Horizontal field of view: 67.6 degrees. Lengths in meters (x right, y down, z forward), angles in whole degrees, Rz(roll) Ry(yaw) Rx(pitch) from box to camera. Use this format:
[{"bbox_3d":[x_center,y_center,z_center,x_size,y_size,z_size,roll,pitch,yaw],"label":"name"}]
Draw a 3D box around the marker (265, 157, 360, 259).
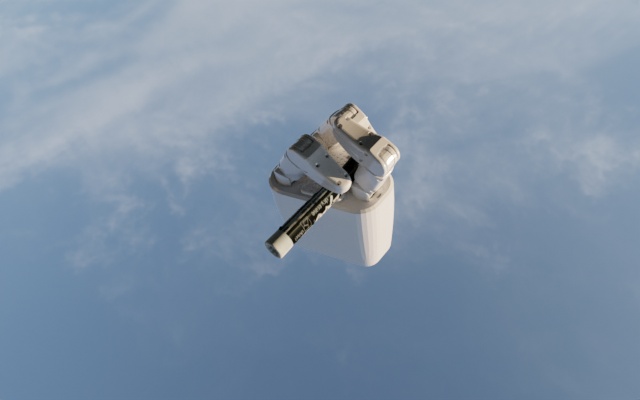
[{"bbox_3d":[0.000,0.001,0.410,0.121,0.020,0.020,-46,22,-24],"label":"marker"}]
